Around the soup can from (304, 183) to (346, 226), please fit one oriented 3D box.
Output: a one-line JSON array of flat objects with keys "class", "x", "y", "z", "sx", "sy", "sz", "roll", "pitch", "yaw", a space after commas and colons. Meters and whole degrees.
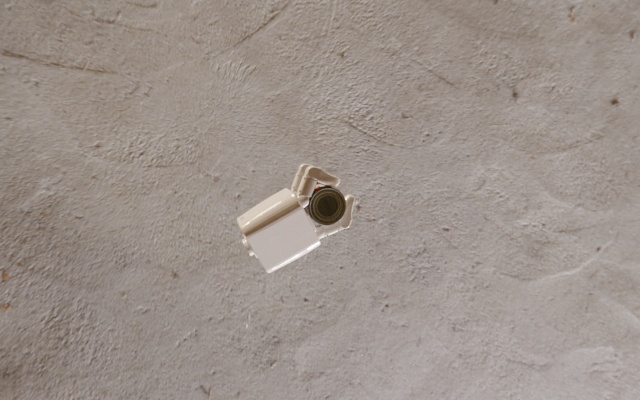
[{"class": "soup can", "x": 0.001, "y": 0.003, "z": 0.846, "sx": 0.068, "sy": 0.068, "sz": 0.102, "roll": 0, "pitch": 8, "yaw": -14}]
